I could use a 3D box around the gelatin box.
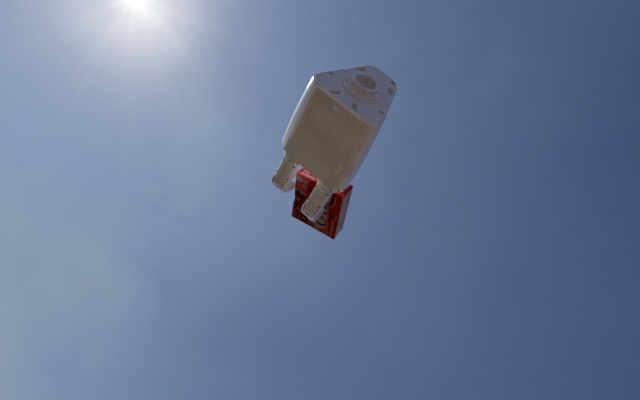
[{"bbox_3d":[0.000,0.002,0.658,0.073,0.089,0.030,28,48,17],"label":"gelatin box"}]
